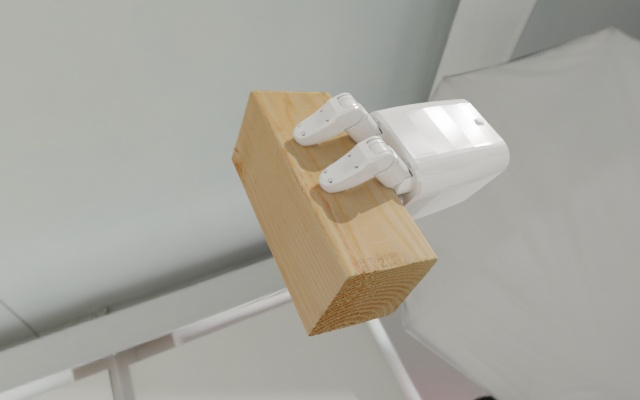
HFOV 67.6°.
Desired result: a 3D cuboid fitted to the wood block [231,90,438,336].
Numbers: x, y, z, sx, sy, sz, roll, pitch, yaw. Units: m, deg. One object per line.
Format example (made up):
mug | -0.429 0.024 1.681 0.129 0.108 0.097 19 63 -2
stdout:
wood block | 0.000 0.001 0.431 0.090 0.206 0.091 -7 -39 -30
